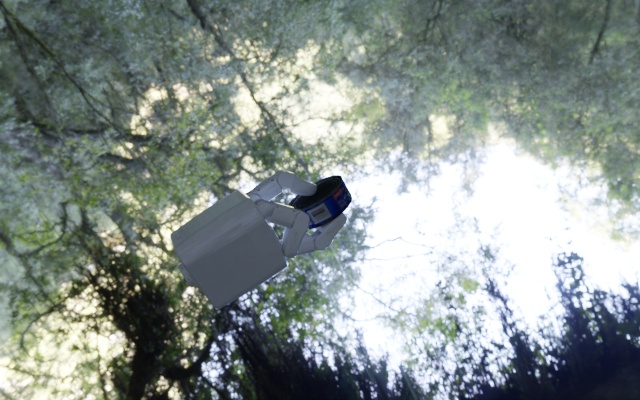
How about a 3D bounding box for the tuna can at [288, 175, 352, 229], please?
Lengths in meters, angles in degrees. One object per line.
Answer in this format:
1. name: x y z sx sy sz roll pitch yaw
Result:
1. tuna can: 0.000 0.003 0.654 0.086 0.034 0.086 -28 18 10
